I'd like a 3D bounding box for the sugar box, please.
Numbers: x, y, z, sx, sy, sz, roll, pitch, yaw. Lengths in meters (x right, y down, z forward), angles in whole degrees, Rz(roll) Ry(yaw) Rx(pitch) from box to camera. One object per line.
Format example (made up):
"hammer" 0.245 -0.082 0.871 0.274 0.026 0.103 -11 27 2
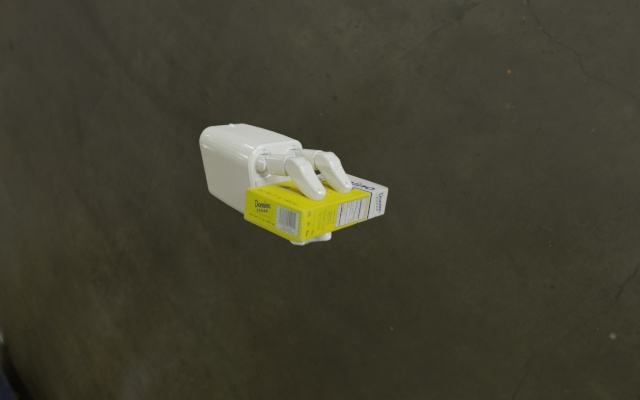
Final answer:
"sugar box" 0.000 0.001 0.606 0.093 0.048 0.176 21 25 34
